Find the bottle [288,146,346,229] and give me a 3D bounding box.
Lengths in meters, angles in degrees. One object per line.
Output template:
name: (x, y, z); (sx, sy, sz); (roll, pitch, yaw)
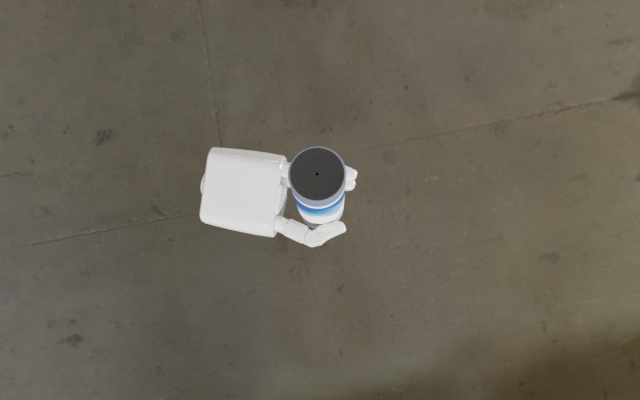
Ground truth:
bottle: (0.000, 0.002, 0.682); (0.069, 0.069, 0.296); (0, -13, 2)
